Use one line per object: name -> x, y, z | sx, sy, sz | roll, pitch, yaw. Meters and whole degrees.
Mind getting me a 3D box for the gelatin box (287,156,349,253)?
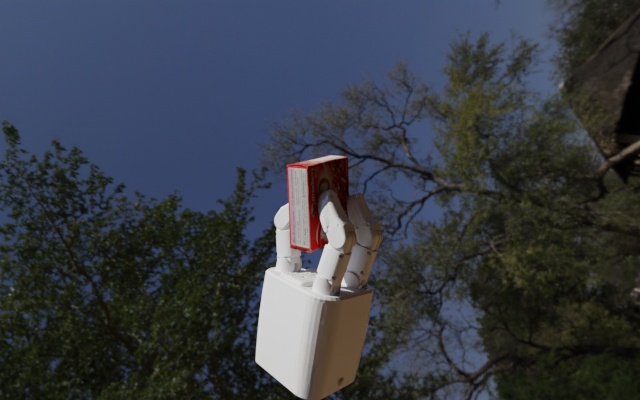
gelatin box -> 0.000, 0.001, 0.496 | 0.030, 0.089, 0.073 | 7, 15, 35
